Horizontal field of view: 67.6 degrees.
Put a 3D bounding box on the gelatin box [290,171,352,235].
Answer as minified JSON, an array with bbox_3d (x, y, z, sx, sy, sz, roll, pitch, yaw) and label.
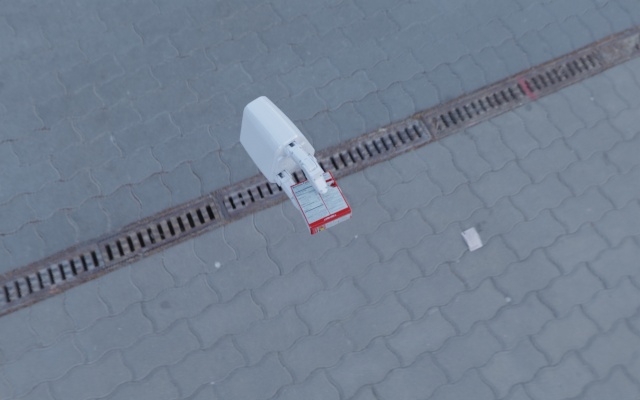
[{"bbox_3d":[0.000,0.003,0.785,0.073,0.089,0.030,-23,-29,-8],"label":"gelatin box"}]
